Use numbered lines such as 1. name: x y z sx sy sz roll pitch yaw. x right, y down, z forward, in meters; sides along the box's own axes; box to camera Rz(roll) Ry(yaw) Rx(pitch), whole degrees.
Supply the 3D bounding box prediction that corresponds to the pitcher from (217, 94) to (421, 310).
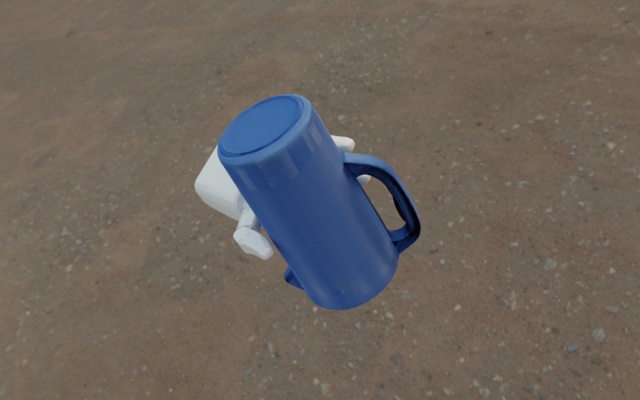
1. pitcher: 0.000 0.002 0.540 0.145 0.149 0.243 20 -30 45
